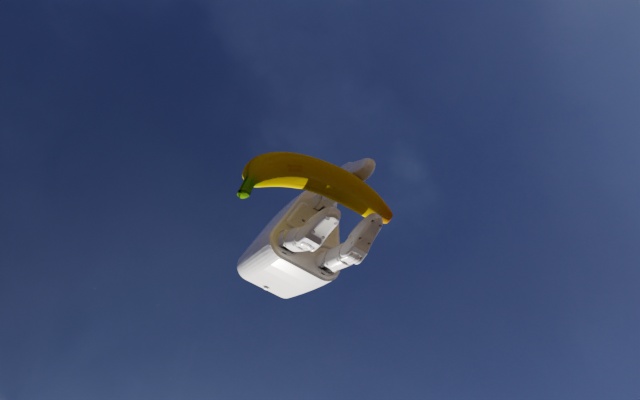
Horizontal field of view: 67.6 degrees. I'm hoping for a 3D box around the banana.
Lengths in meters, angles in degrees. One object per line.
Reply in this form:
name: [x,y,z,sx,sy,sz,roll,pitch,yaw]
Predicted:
banana: [-0.006,-0.015,0.508,0.198,0.069,0.037,9,-31,-35]
